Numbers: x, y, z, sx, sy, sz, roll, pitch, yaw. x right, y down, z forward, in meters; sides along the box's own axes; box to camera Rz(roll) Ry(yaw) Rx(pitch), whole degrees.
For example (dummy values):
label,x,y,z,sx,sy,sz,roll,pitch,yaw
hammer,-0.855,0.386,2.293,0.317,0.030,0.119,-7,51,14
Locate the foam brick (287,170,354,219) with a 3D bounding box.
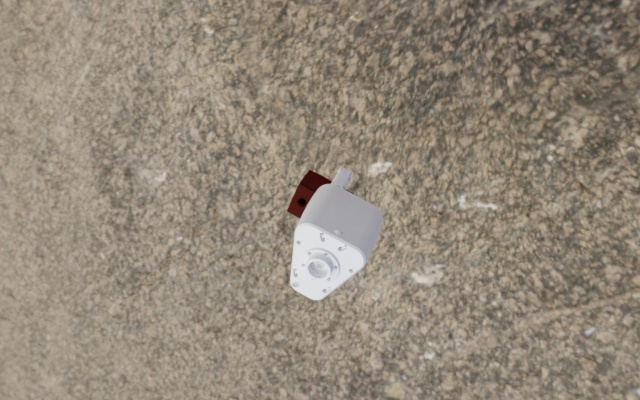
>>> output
label,x,y,z,sx,sy,sz,roll,pitch,yaw
foam brick,0.000,0.002,0.689,0.078,0.053,0.051,28,32,3
